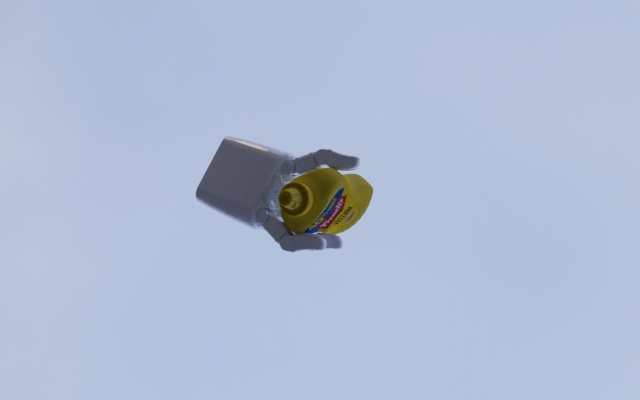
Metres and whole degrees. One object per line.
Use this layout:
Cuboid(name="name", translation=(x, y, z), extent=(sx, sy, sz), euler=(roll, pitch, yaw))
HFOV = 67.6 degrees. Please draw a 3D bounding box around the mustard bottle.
Cuboid(name="mustard bottle", translation=(0.000, 0.002, 0.624), extent=(0.058, 0.096, 0.191), euler=(47, 16, 21))
